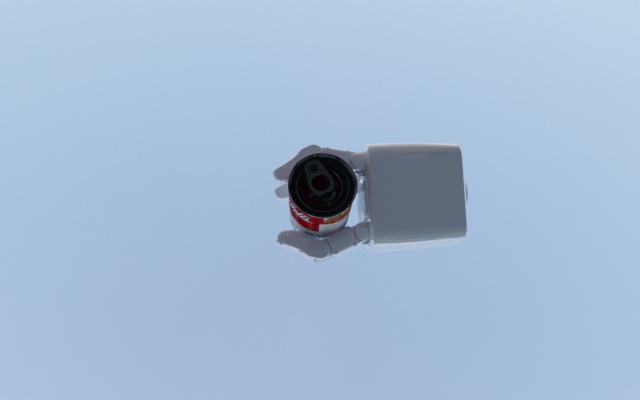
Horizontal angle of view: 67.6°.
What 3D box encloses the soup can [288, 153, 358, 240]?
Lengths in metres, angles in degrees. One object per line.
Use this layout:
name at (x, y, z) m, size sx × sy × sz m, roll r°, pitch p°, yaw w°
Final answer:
soup can at (0.000, 0.002, 0.508) m, size 0.068 × 0.068 × 0.102 m, roll 0°, pitch -20°, yaw -3°
